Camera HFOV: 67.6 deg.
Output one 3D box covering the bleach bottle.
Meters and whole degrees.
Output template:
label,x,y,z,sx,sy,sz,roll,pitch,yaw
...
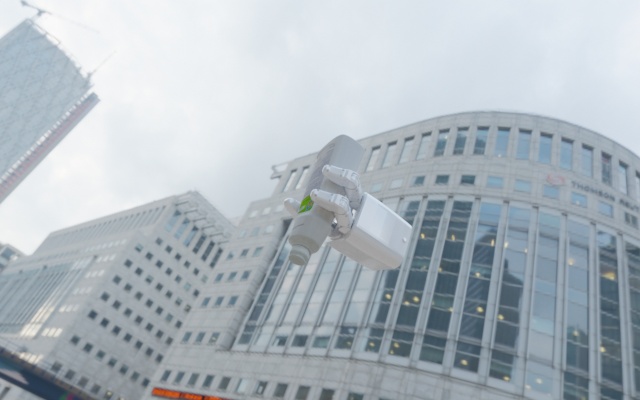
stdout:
label,x,y,z,sx,sy,sz,roll,pitch,yaw
bleach bottle,0.000,0.003,0.812,0.068,0.250,0.103,34,-37,-14
